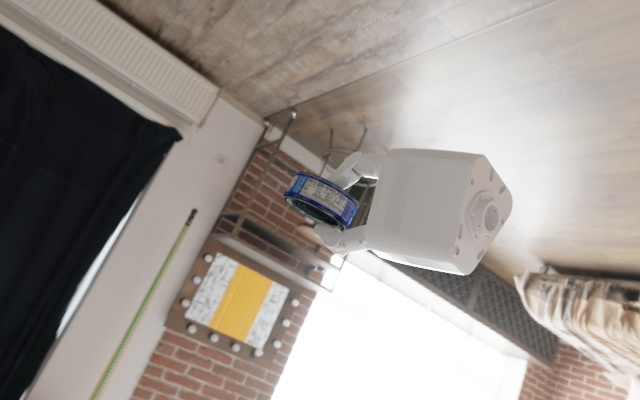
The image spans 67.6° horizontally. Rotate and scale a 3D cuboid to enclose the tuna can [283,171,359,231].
[{"bbox_3d":[0.000,0.002,0.562,0.086,0.033,0.086,27,-12,6],"label":"tuna can"}]
